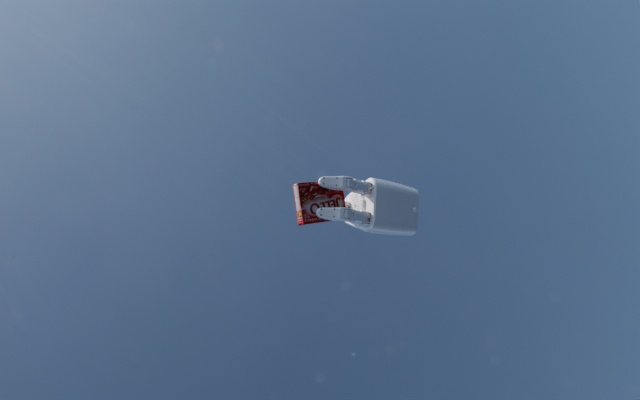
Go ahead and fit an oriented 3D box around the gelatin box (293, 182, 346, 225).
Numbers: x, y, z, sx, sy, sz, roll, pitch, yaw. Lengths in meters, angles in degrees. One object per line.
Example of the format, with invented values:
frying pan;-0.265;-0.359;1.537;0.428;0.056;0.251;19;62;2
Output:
gelatin box;0.000;0.003;0.844;0.089;0.073;0.030;-6;-4;-25
